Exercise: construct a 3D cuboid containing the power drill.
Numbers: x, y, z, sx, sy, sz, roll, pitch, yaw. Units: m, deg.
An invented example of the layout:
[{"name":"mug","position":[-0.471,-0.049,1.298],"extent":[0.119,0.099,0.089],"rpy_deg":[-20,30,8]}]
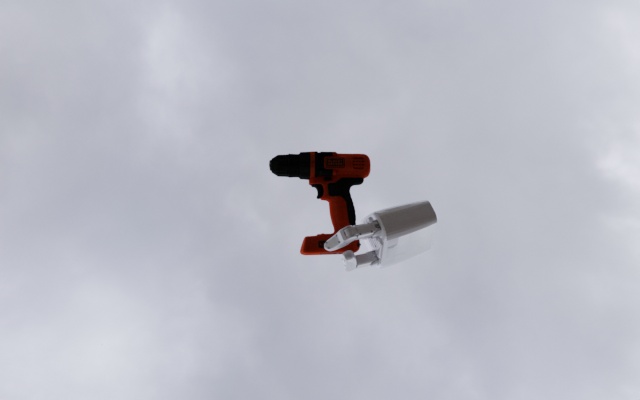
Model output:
[{"name":"power drill","position":[0.000,0.003,0.855],"extent":[0.184,0.187,0.057],"rpy_deg":[-1,-9,-1]}]
